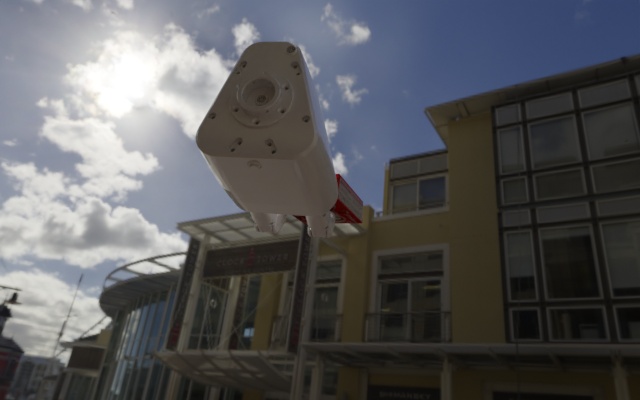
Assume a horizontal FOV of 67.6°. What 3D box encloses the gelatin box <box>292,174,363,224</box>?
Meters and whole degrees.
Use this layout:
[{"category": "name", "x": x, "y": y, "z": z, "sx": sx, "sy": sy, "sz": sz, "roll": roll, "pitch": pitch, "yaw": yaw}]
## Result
[{"category": "gelatin box", "x": 0.000, "y": 0.001, "z": 0.529, "sx": 0.073, "sy": 0.030, "sz": 0.089, "roll": -2, "pitch": -20, "yaw": 22}]
